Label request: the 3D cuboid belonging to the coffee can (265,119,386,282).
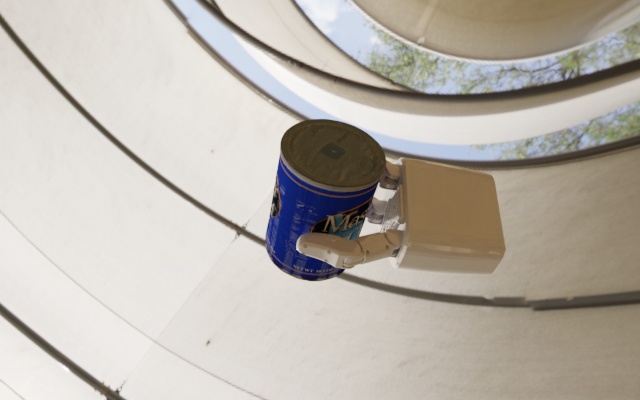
[{"bbox_3d":[0.000,0.002,0.499,0.103,0.140,0.102,8,43,-7],"label":"coffee can"}]
